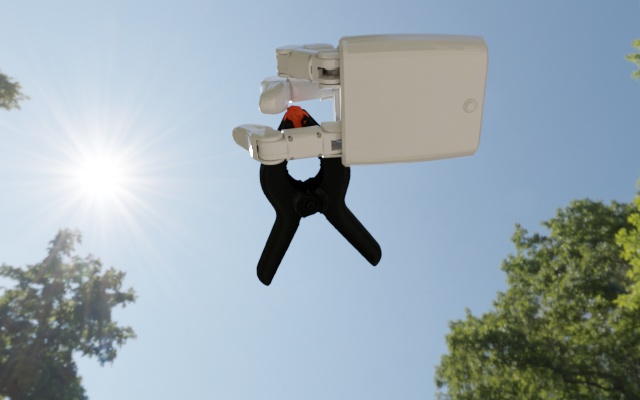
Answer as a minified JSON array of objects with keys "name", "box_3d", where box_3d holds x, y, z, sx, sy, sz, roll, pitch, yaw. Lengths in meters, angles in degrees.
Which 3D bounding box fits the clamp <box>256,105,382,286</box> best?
[{"name":"clamp","box_3d":[0.000,0.001,0.428,0.120,0.172,0.039,-5,30,-12]}]
